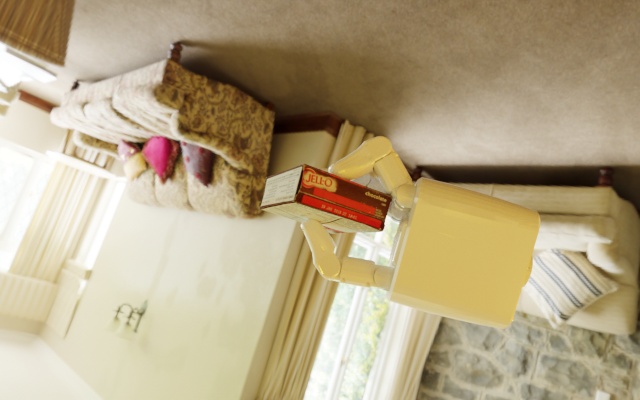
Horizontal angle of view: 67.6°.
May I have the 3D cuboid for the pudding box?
[{"bbox_3d":[0.000,0.002,0.454,0.090,0.039,0.113,20,-13,-21],"label":"pudding box"}]
